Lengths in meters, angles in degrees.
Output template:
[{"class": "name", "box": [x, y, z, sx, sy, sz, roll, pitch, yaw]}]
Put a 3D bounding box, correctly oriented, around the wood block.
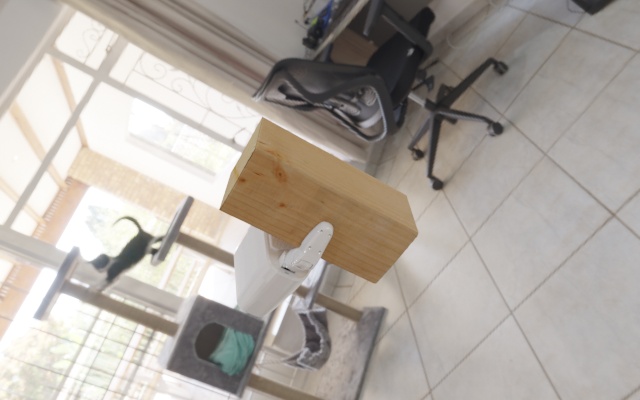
[{"class": "wood block", "box": [0.000, 0.002, 0.560, 0.206, 0.090, 0.090, 27, 28, -16]}]
